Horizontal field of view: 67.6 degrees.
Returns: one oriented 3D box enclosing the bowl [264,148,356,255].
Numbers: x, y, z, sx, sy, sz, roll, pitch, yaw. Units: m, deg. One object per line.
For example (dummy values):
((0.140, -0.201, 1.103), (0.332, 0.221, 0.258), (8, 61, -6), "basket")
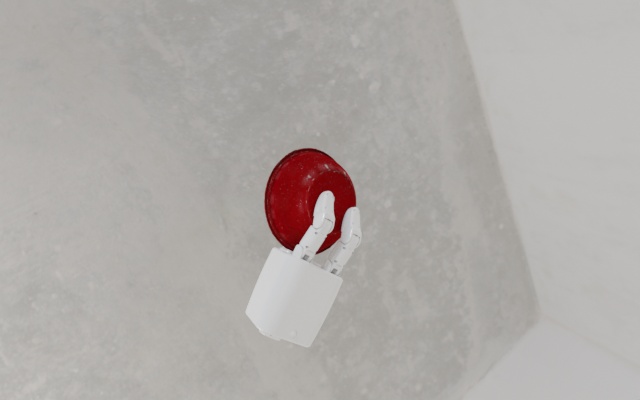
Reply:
((0.001, 0.001, 0.696), (0.162, 0.162, 0.055), (0, 0, -38), "bowl")
